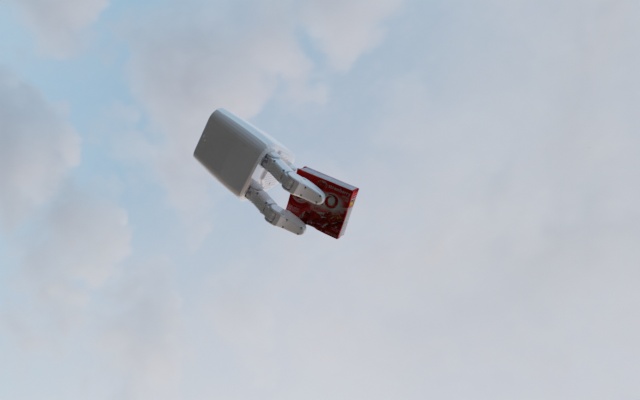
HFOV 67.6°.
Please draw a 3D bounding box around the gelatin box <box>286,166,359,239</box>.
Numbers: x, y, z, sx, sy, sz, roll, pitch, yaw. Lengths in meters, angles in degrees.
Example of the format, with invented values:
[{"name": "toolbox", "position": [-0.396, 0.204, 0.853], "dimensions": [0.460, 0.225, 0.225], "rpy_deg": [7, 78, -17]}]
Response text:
[{"name": "gelatin box", "position": [0.001, 0.002, 0.662], "dimensions": [0.089, 0.073, 0.030], "rpy_deg": [23, 18, 17]}]
